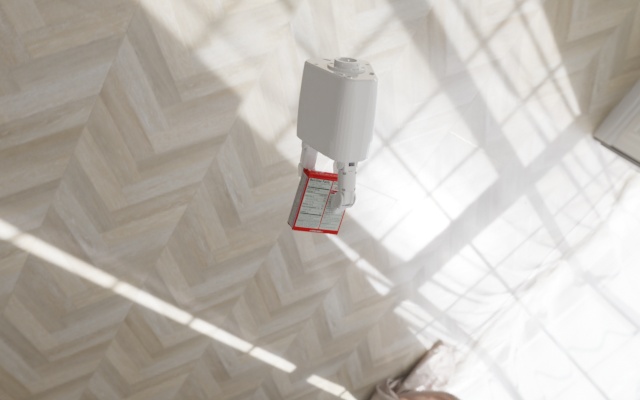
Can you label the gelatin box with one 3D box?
[{"bbox_3d":[0.000,0.003,0.684,0.073,0.089,0.030,7,22,-26],"label":"gelatin box"}]
